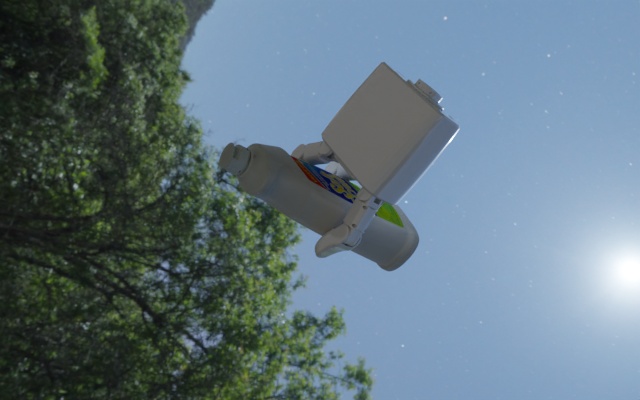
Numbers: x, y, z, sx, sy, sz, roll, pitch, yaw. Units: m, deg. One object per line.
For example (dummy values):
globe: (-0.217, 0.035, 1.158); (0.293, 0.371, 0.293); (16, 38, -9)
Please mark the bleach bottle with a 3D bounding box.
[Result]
bleach bottle: (0.000, 0.002, 0.550); (0.251, 0.068, 0.102); (25, 25, -35)
